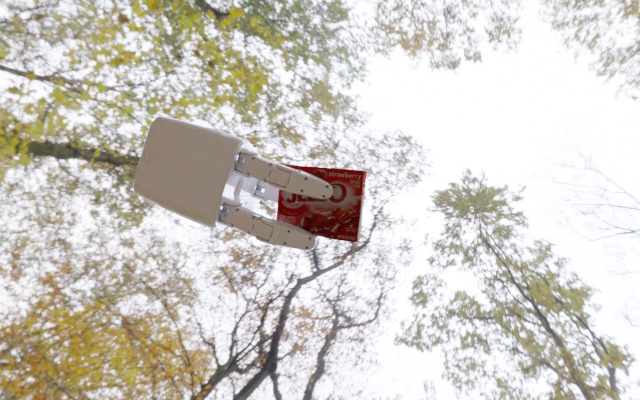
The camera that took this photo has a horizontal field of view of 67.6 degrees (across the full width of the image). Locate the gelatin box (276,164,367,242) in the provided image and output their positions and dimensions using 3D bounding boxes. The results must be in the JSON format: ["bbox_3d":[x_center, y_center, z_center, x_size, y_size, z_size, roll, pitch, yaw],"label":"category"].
[{"bbox_3d":[0.001,0.002,0.497,0.089,0.073,0.030,6,3,11],"label":"gelatin box"}]
